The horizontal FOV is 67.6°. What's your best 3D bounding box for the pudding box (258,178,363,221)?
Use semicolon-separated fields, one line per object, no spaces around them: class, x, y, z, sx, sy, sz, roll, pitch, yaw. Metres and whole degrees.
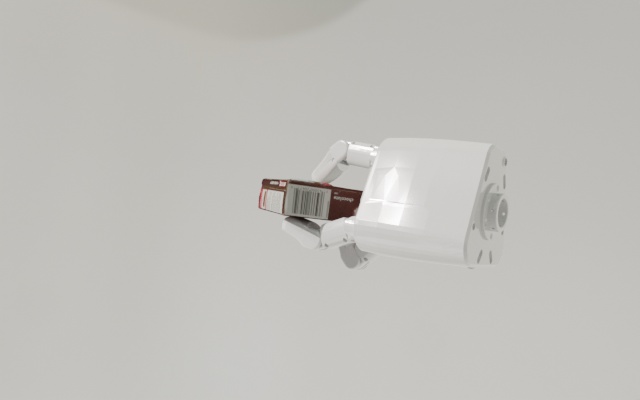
pudding box;0.000;0.002;0.512;0.113;0.039;0.090;10;-1;-23
